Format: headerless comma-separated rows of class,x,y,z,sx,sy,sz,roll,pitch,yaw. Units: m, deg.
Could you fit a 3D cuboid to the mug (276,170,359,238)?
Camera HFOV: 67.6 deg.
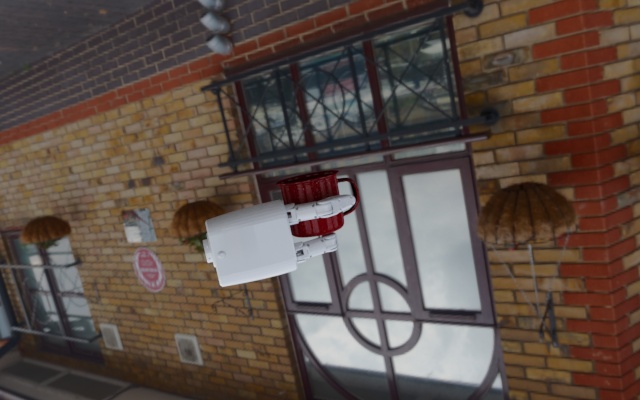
mug,0.002,0.002,0.697,0.117,0.081,0.093,-13,9,-11
